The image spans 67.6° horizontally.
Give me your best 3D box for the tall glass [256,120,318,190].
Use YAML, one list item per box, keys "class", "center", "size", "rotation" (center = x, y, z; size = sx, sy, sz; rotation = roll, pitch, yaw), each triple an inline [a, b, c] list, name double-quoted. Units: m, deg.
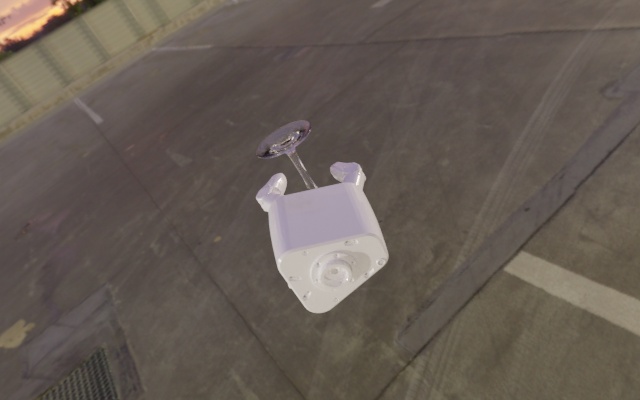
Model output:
- class: "tall glass"
  center: [0.000, 0.001, 0.610]
  size: [0.079, 0.201, 0.079]
  rotation: [-22, 31, 14]
